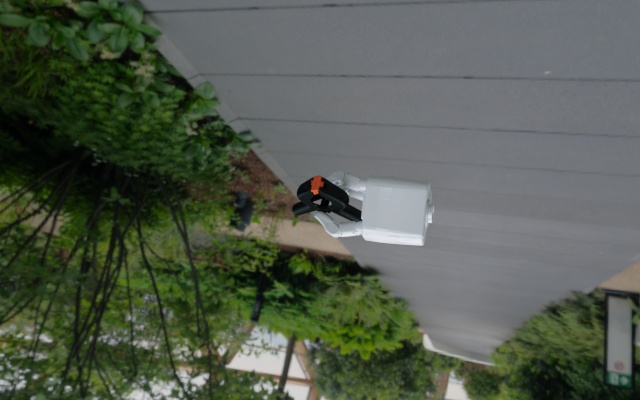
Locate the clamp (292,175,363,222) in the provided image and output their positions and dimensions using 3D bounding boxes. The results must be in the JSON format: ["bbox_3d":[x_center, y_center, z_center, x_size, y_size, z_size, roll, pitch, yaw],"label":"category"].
[{"bbox_3d":[0.000,0.004,0.884,0.164,0.036,0.210,6,-17,19],"label":"clamp"}]
